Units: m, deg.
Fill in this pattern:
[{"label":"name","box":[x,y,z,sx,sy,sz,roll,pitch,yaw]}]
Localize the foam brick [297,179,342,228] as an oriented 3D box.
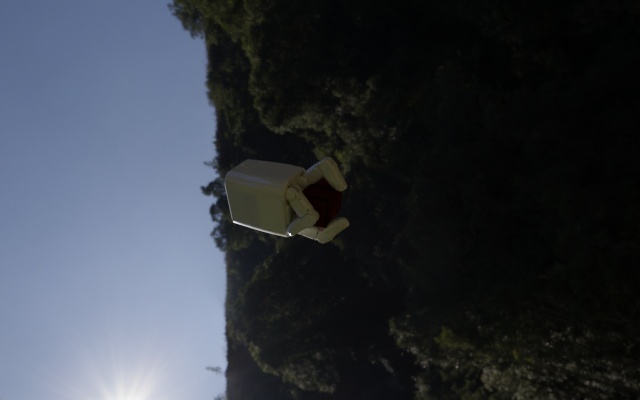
[{"label":"foam brick","box":[0.000,0.003,0.794,0.051,0.053,0.078,13,26,16]}]
